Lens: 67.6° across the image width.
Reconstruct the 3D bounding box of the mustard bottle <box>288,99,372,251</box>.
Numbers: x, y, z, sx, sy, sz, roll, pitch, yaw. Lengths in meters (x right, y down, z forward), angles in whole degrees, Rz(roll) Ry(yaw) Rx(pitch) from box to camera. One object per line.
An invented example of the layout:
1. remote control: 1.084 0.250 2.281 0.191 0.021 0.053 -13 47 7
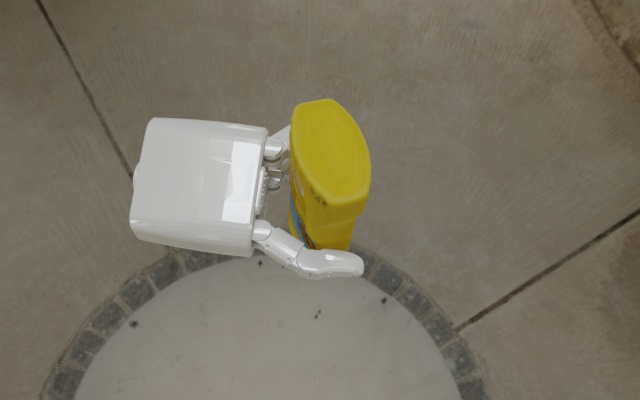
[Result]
1. mustard bottle: 0.000 0.001 0.442 0.058 0.096 0.192 -15 -24 -12
